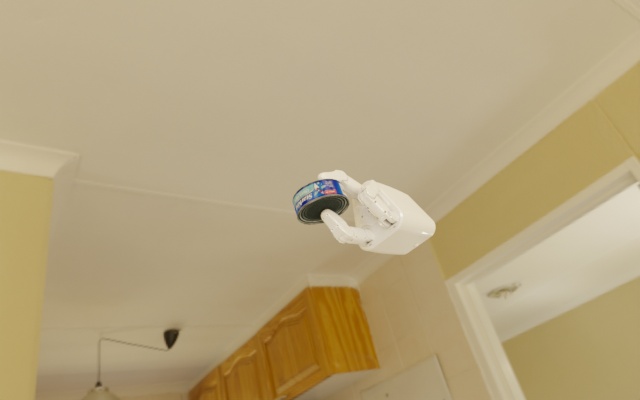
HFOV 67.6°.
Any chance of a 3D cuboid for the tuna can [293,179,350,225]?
[{"bbox_3d":[0.000,0.002,0.752,0.086,0.033,0.086,-15,-28,-8],"label":"tuna can"}]
